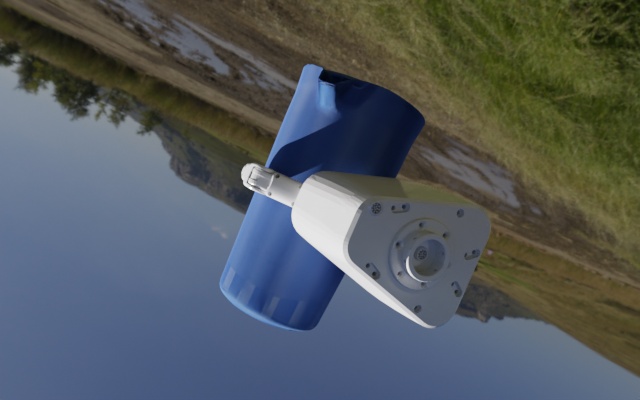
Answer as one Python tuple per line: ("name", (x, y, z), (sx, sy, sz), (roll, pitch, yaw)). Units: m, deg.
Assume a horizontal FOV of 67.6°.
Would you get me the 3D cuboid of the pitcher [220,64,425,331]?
("pitcher", (0.000, 0.002, 0.489), (0.149, 0.243, 0.145), (25, 0, -22))
